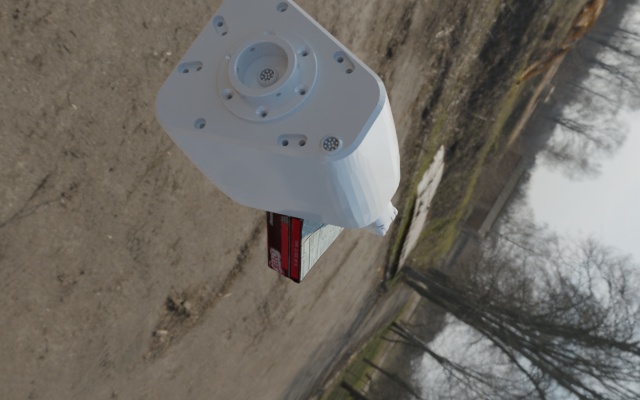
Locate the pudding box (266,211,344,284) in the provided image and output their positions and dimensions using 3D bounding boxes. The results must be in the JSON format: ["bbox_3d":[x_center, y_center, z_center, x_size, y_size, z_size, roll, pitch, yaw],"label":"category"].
[{"bbox_3d":[0.000,0.001,0.402,0.039,0.090,0.113,30,52,19],"label":"pudding box"}]
